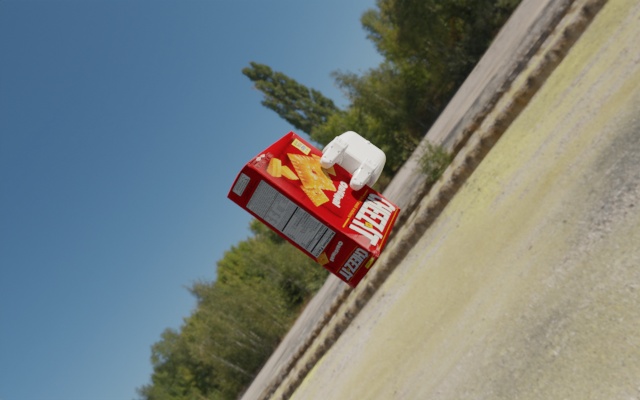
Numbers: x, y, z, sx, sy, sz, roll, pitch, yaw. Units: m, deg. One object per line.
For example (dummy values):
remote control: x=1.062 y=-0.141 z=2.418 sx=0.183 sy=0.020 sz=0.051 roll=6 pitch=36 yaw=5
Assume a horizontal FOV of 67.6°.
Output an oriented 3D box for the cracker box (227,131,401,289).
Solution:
cracker box: x=0.000 y=0.002 z=0.688 sx=0.213 sy=0.072 sz=0.164 roll=35 pitch=30 yaw=3
